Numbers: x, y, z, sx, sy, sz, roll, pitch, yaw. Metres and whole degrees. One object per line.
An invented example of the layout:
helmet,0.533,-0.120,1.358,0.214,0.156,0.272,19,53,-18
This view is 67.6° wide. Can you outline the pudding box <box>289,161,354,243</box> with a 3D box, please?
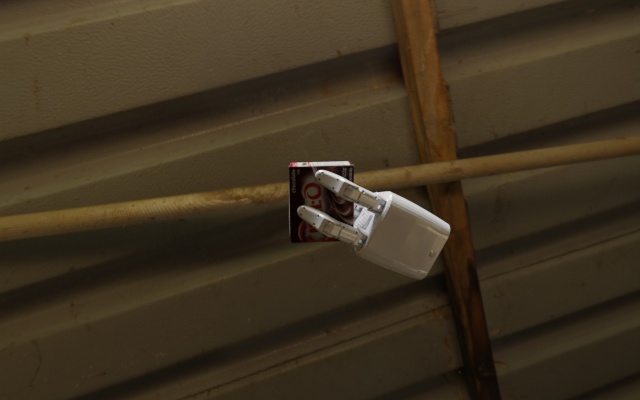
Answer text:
pudding box,0.000,0.002,0.671,0.090,0.113,0.039,-2,14,-6
